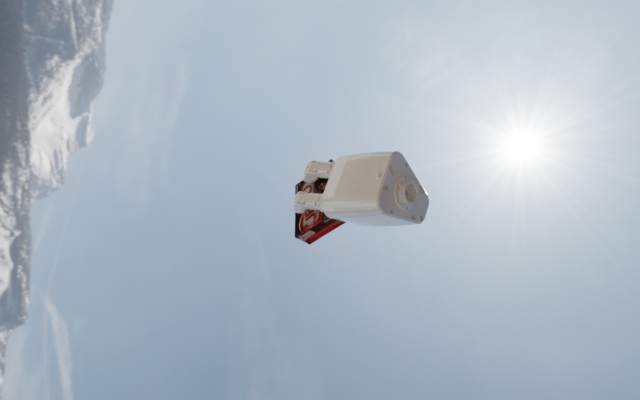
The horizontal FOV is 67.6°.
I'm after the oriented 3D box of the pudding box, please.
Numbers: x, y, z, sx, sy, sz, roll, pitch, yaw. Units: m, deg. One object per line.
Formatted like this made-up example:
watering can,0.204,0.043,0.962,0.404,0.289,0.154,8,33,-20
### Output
pudding box,0.000,0.003,0.768,0.090,0.113,0.039,-33,-51,32
